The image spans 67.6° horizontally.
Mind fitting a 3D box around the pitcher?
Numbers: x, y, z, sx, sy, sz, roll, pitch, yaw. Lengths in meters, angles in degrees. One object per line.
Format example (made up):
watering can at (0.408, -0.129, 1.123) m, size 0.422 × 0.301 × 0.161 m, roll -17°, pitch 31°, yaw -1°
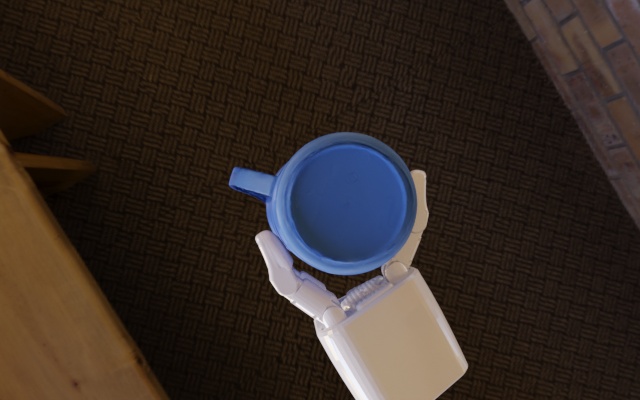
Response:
pitcher at (0.000, 0.002, 0.467) m, size 0.149 × 0.145 × 0.243 m, roll -27°, pitch 1°, yaw -5°
